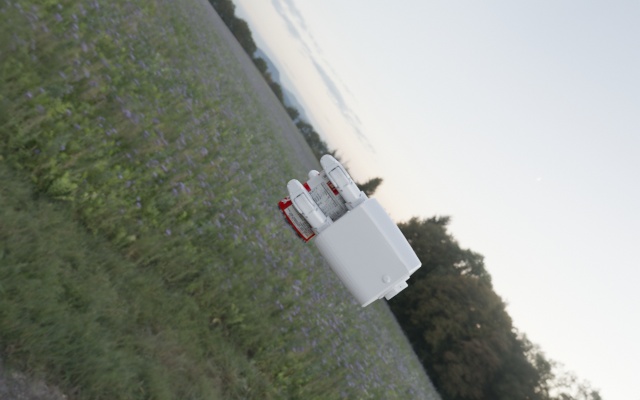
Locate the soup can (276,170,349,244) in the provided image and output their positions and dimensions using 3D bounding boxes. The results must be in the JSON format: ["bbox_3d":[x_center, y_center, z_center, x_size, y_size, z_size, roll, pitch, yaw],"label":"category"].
[{"bbox_3d":[0.000,0.002,0.651,0.102,0.068,0.068,-36,-2,3],"label":"soup can"}]
